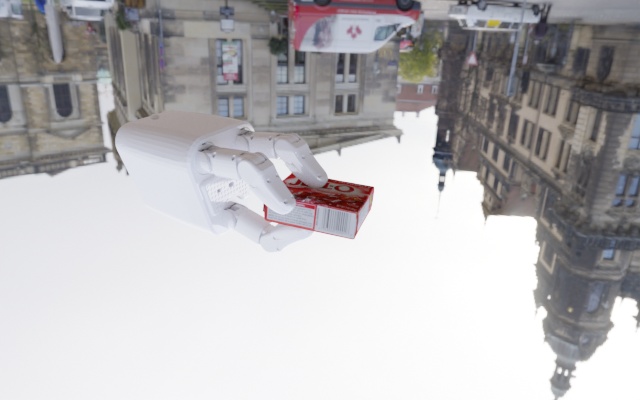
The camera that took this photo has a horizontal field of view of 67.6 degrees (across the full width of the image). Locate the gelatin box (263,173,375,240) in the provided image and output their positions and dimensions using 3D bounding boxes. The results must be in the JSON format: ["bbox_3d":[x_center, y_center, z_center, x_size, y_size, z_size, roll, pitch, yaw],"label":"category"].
[{"bbox_3d":[0.000,0.002,0.453,0.089,0.030,0.073,12,23,14],"label":"gelatin box"}]
